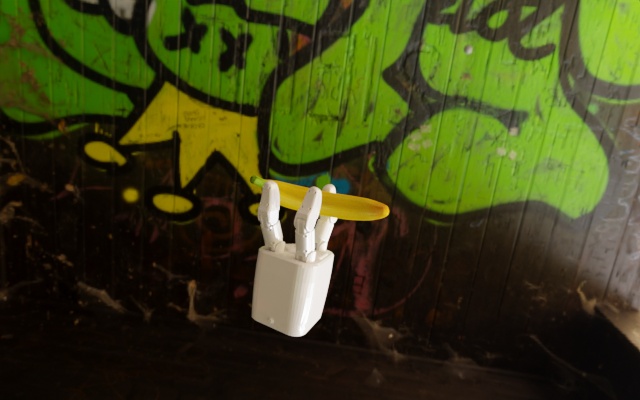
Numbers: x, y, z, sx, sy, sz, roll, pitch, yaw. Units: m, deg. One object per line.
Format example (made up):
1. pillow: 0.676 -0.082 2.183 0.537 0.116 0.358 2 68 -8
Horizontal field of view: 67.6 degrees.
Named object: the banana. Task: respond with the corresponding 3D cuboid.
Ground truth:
1. banana: -0.001 0.002 0.683 0.198 0.037 0.069 11 -1 8
